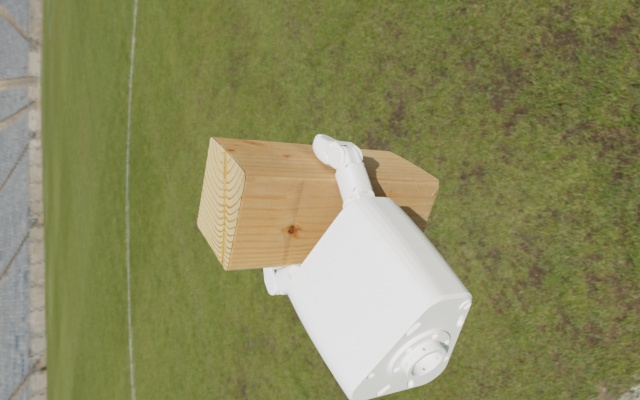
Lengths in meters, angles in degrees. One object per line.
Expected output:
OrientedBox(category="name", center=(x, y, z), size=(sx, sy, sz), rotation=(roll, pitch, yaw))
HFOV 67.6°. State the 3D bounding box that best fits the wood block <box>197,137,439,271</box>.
OrientedBox(category="wood block", center=(0.000, 0.001, 0.461), size=(0.206, 0.091, 0.090), rotation=(1, 25, -32))
